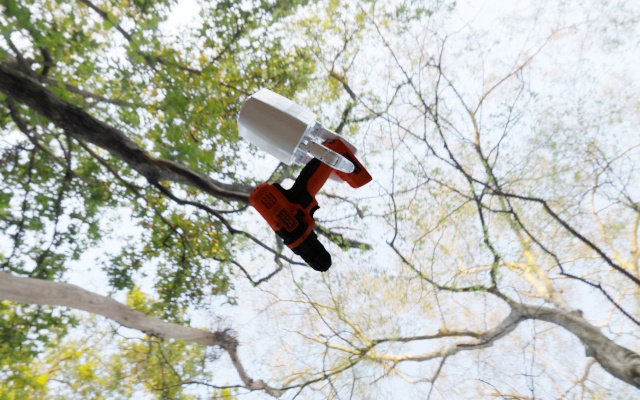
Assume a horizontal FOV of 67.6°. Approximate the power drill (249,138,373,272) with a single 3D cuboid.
[{"bbox_3d":[0.000,0.002,0.804,0.187,0.184,0.057,-46,17,-16],"label":"power drill"}]
